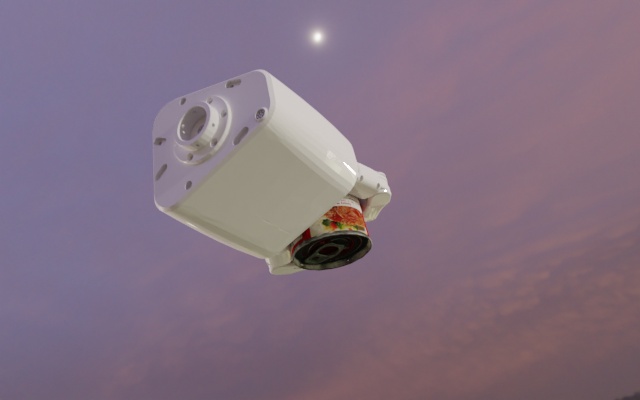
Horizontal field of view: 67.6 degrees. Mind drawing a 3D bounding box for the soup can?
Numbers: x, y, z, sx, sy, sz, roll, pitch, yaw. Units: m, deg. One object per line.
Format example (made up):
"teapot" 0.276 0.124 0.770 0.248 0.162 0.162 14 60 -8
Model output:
"soup can" 0.000 0.001 0.422 0.068 0.102 0.068 -10 -30 -6
